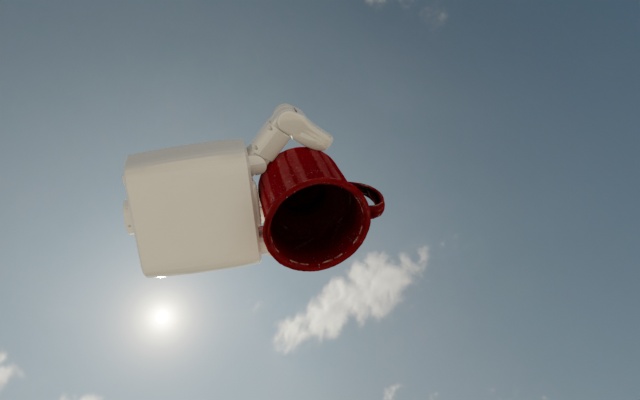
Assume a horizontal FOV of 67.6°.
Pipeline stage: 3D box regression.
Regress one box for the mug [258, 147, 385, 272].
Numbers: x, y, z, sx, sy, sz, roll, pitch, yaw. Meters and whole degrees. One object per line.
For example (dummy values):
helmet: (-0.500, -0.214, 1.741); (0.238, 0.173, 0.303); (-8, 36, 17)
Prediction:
mug: (0.001, 0.001, 0.434); (0.117, 0.093, 0.081); (-7, 31, -12)
